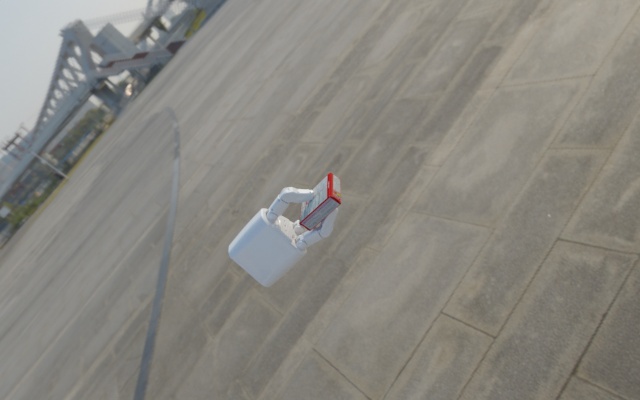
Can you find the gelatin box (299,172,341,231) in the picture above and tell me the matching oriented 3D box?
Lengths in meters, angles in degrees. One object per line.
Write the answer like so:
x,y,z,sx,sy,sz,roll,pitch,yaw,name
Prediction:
0.000,0.002,0.873,0.030,0.073,0.089,34,-58,-22,gelatin box
